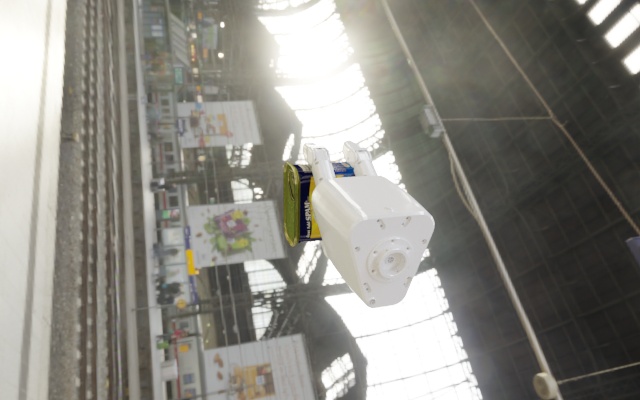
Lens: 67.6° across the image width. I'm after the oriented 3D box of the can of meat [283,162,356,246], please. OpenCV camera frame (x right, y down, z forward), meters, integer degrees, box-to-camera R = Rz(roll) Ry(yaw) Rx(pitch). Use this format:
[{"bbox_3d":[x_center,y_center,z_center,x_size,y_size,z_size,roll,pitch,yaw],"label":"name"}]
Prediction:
[{"bbox_3d":[0.000,0.002,0.602,0.084,0.102,0.057,-4,18,-17],"label":"can of meat"}]
